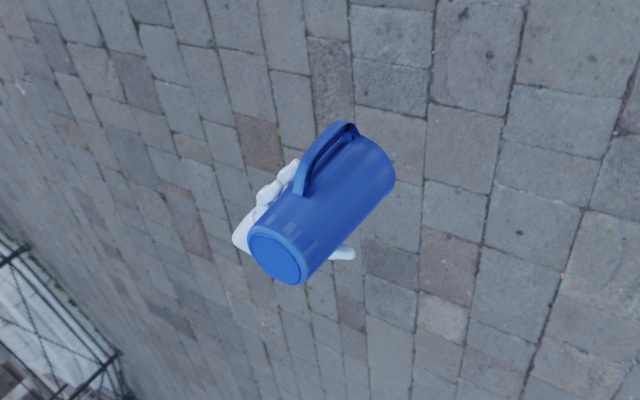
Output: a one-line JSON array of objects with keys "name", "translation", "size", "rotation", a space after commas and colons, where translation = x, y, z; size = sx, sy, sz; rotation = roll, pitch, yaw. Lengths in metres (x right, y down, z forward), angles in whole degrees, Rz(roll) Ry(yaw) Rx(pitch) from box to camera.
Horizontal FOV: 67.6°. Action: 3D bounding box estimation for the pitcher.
[{"name": "pitcher", "translation": [0.000, 0.002, 0.721], "size": [0.242, 0.149, 0.145], "rotation": [-47, 6, -37]}]
